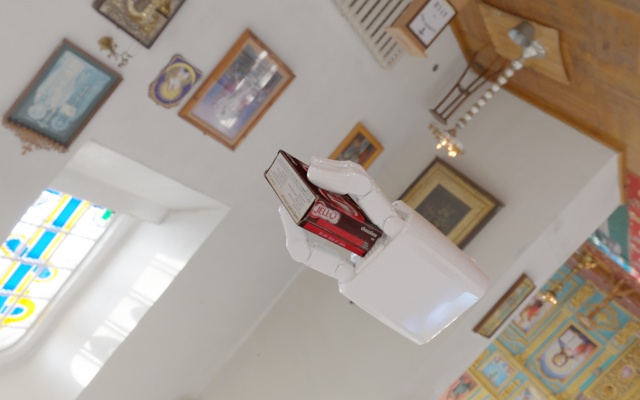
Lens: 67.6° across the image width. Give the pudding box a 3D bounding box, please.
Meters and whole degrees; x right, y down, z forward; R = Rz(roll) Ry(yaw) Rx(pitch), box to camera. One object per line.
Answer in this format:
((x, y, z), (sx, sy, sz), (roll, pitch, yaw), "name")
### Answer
((0.000, 0.002, 0.485), (0.090, 0.039, 0.113), (30, 10, -35), "pudding box")
